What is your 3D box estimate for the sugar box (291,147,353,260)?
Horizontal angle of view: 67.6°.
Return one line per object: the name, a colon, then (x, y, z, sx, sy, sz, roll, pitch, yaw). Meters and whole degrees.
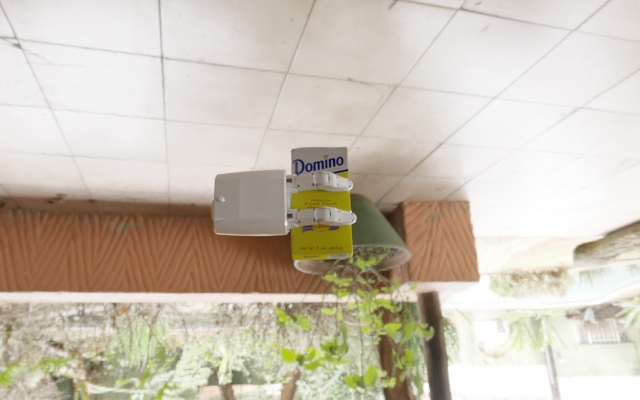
sugar box: (0.000, 0.002, 0.744, 0.093, 0.176, 0.048, -2, -18, -2)
